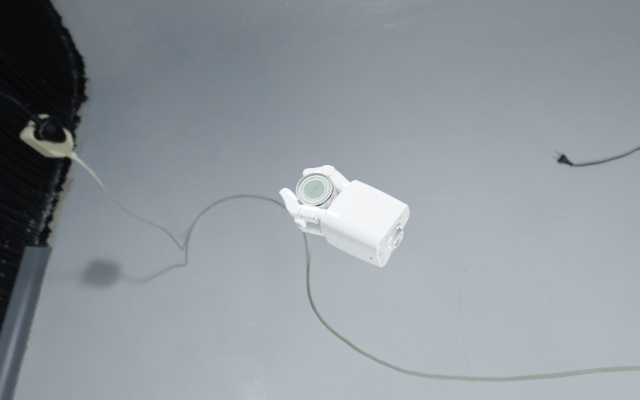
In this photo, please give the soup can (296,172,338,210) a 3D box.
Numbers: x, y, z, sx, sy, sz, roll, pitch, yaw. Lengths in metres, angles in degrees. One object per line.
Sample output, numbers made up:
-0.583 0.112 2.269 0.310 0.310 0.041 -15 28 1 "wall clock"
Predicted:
0.000 0.002 0.851 0.068 0.068 0.102 0 -26 14 "soup can"
